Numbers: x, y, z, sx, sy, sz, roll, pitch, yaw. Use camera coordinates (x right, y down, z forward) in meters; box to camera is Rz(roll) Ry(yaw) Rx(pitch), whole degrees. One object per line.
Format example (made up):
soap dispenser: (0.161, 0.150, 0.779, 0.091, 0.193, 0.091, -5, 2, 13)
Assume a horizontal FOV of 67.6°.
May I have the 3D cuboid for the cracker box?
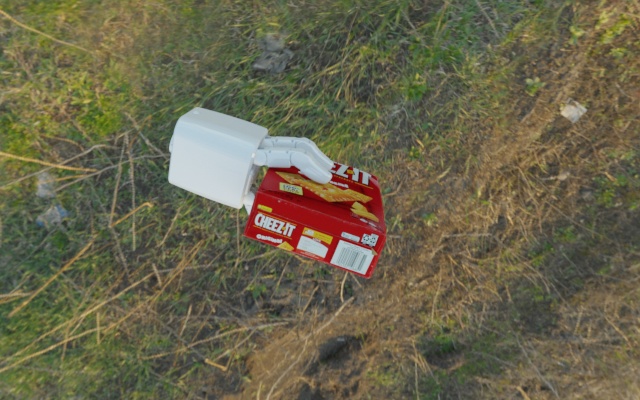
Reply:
cracker box: (0.000, 0.002, 0.655, 0.164, 0.072, 0.213, 19, 22, -4)
